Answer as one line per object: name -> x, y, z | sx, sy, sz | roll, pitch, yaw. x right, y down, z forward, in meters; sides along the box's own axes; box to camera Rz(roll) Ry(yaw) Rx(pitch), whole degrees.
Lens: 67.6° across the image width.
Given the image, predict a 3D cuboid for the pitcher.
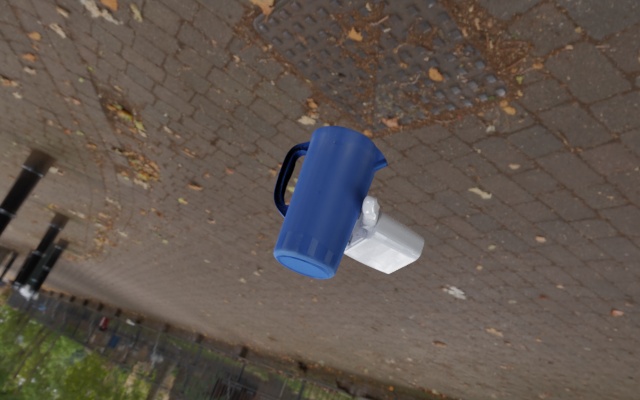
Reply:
pitcher -> 0.000, 0.003, 0.823 | 0.145, 0.242, 0.149 | 29, -23, -20
